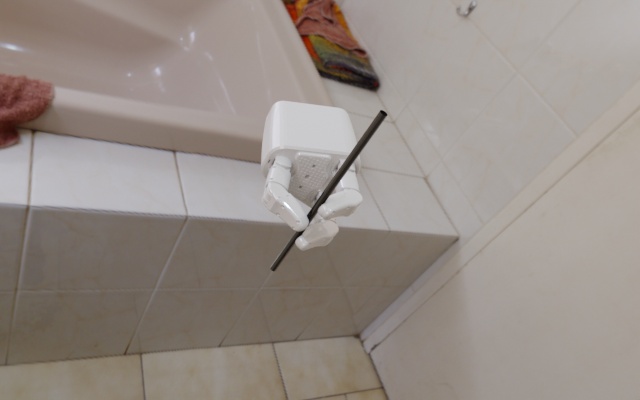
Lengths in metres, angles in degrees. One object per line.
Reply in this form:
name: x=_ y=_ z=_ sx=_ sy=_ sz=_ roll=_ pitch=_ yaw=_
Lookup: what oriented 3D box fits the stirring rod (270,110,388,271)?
stirring rod: x=0.000 y=0.002 z=0.494 sx=0.011 sy=0.011 sz=0.240 roll=0 pitch=-41 yaw=-38
